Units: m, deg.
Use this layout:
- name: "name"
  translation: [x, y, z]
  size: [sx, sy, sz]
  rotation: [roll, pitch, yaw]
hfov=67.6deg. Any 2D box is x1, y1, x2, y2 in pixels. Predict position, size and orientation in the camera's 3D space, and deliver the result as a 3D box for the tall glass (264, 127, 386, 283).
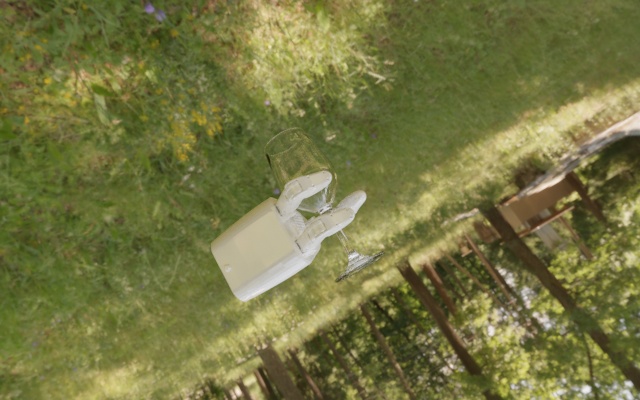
- name: "tall glass"
  translation: [0.001, 0.003, 0.624]
  size: [0.079, 0.201, 0.079]
  rotation: [-29, -15, -8]
